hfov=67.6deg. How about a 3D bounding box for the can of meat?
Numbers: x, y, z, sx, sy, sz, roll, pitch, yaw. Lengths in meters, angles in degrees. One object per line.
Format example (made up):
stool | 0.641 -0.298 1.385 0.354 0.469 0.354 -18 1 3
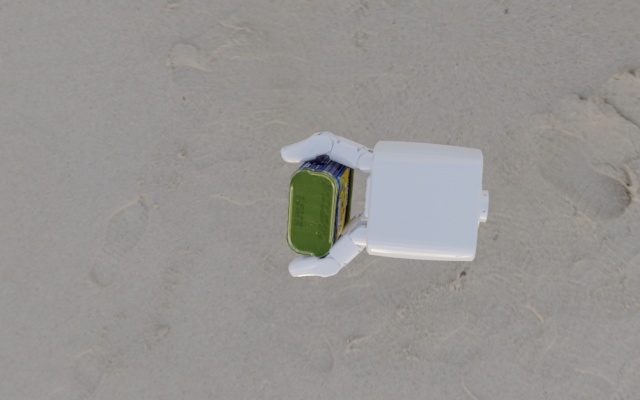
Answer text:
can of meat | 0.000 0.002 0.528 0.057 0.102 0.084 8 21 12
